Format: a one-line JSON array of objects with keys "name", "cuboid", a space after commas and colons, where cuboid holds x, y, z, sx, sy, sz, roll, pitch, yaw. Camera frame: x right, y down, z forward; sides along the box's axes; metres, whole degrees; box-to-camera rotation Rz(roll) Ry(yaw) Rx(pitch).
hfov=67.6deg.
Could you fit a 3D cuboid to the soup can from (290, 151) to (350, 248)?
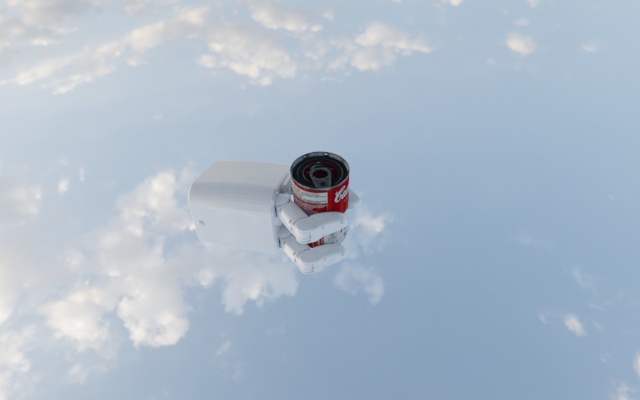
[{"name": "soup can", "cuboid": [0.001, 0.002, 0.574, 0.068, 0.102, 0.068, -1, 43, 1]}]
